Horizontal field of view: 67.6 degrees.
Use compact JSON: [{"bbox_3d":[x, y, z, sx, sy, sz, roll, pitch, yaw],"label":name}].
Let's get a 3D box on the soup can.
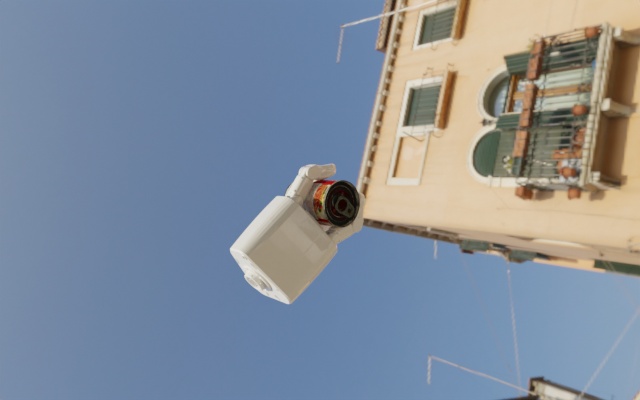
[{"bbox_3d":[0.000,0.002,0.717,0.068,0.068,0.102,0,3,-39],"label":"soup can"}]
